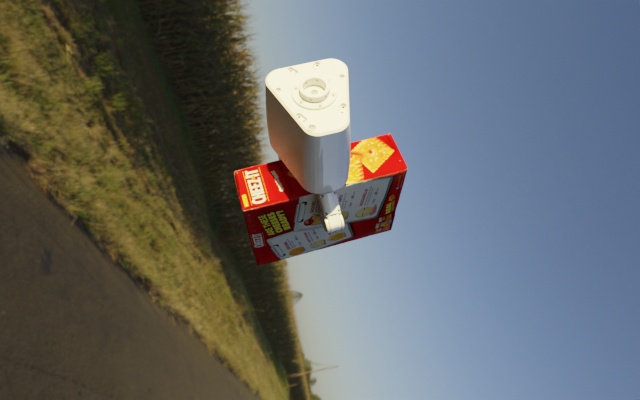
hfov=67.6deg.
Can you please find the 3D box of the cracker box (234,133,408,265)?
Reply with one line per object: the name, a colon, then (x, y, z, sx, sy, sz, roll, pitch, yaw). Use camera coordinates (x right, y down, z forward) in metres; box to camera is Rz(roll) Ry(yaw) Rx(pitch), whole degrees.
cracker box: (0.000, 0.002, 0.665, 0.213, 0.072, 0.164, -14, -31, -9)
